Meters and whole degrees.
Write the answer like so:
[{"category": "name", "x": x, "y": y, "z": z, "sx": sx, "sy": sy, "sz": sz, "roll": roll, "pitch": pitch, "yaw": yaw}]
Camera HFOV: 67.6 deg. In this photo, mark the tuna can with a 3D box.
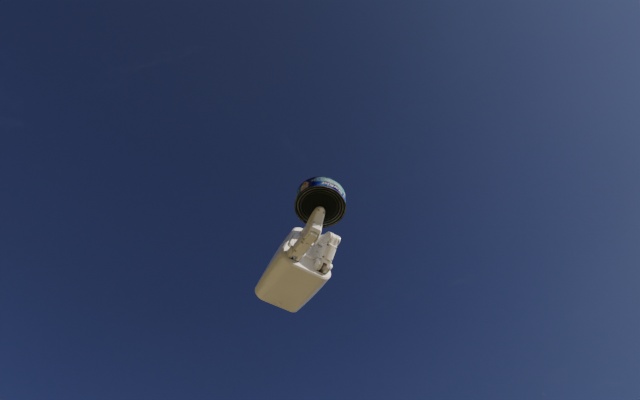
[{"category": "tuna can", "x": 0.000, "y": 0.002, "z": 0.801, "sx": 0.086, "sy": 0.086, "sz": 0.033, "roll": 0, "pitch": 36, "yaw": 3}]
